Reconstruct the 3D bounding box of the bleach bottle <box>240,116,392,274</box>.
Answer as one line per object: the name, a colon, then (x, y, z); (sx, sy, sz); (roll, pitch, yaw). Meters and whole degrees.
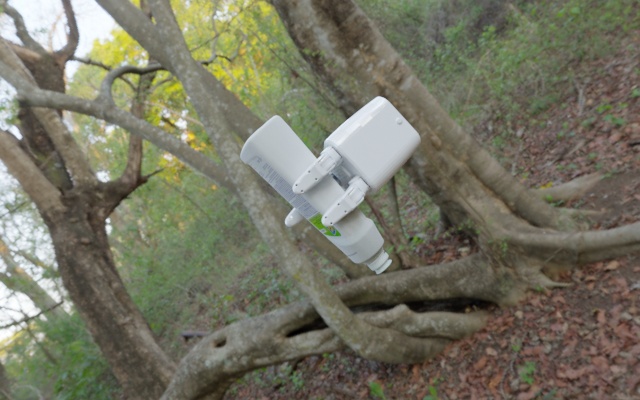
bleach bottle: (0.000, 0.002, 0.660); (0.068, 0.251, 0.102); (-44, 4, -17)
